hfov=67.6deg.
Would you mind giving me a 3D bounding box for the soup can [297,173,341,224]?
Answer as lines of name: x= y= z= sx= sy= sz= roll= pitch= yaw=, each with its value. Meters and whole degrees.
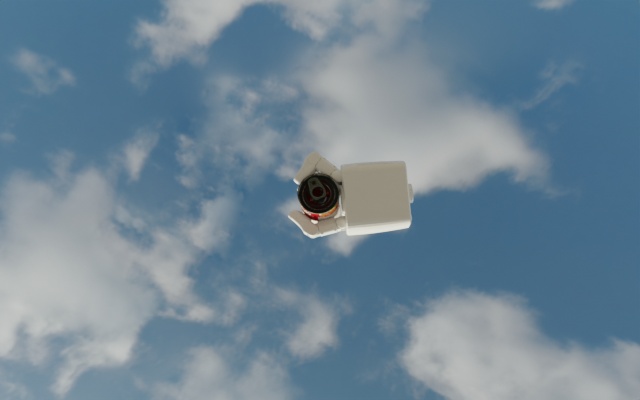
soup can: x=0.000 y=0.003 z=0.800 sx=0.068 sy=0.068 sz=0.102 roll=0 pitch=-16 yaw=4
